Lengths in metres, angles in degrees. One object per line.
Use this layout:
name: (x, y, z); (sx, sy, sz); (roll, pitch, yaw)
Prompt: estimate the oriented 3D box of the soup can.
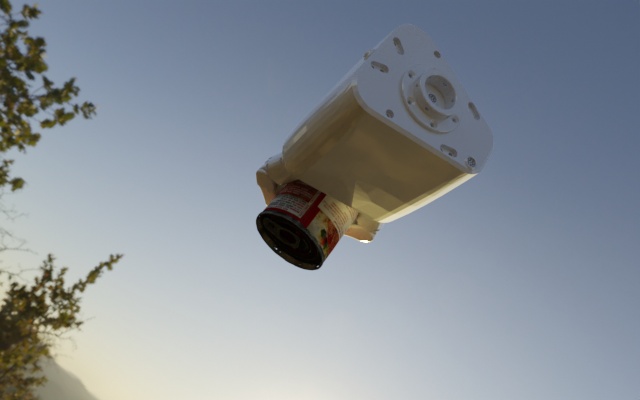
soup can: (0.000, 0.001, 0.423); (0.068, 0.068, 0.102); (0, 42, 45)
